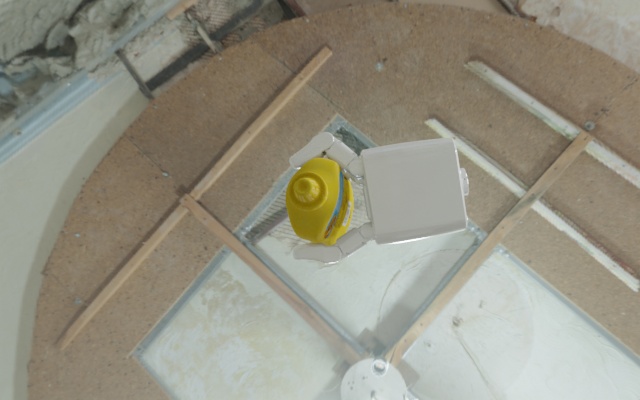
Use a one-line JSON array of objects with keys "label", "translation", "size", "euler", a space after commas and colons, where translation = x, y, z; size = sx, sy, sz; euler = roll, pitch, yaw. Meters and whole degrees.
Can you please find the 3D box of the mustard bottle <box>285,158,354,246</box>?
[{"label": "mustard bottle", "translation": [0.000, 0.002, 0.563], "size": [0.058, 0.096, 0.192], "euler": [14, -6, 12]}]
